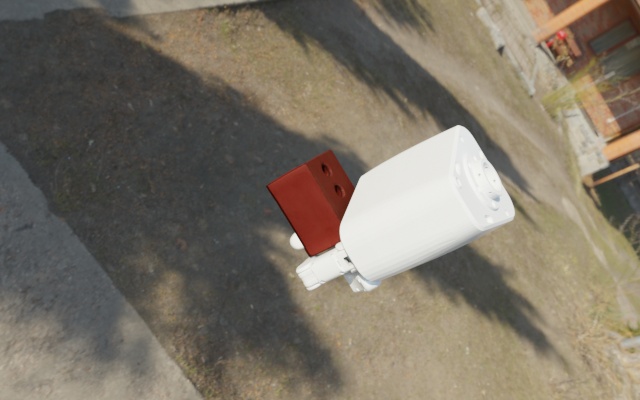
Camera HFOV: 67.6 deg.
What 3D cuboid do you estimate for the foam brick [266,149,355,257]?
[{"bbox_3d":[0.000,0.001,0.439,0.051,0.078,0.053,-31,3,35],"label":"foam brick"}]
